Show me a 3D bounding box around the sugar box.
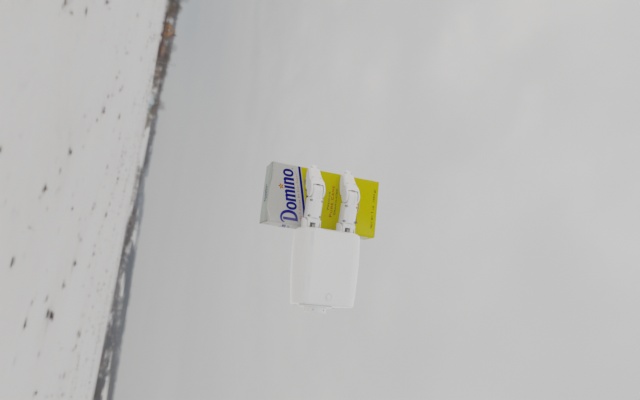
[{"bbox_3d":[0.000,0.002,0.737,0.176,0.093,0.048,10,-12,-20],"label":"sugar box"}]
